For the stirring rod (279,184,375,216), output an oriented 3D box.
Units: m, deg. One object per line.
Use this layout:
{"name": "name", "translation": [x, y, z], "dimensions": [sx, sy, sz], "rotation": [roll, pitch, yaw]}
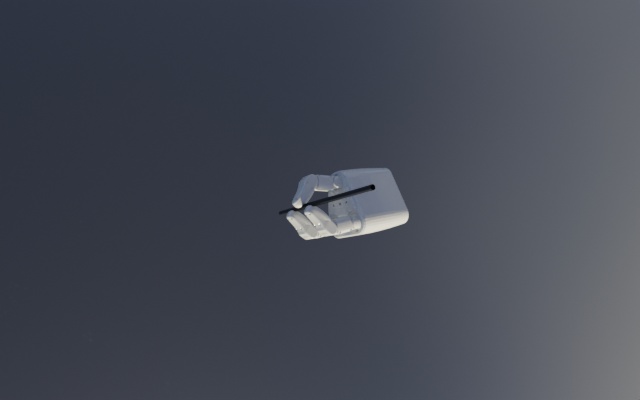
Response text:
{"name": "stirring rod", "translation": [0.000, 0.002, 0.706], "dimensions": [0.011, 0.011, 0.239], "rotation": [0, -9, -34]}
